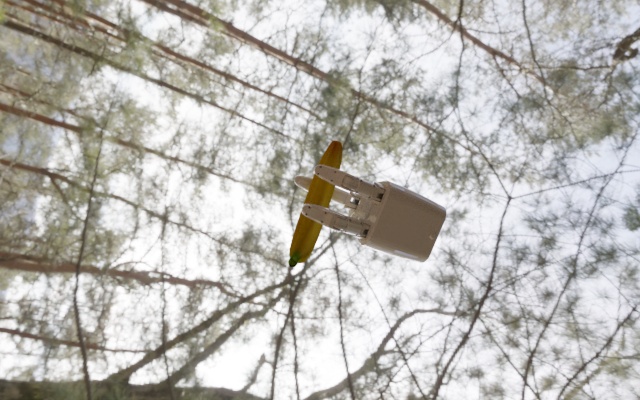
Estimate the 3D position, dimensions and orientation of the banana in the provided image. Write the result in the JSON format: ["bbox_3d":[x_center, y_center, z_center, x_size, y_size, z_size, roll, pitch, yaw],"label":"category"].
[{"bbox_3d":[-0.006,0.010,0.689,0.037,0.197,0.070,21,-19,-8],"label":"banana"}]
